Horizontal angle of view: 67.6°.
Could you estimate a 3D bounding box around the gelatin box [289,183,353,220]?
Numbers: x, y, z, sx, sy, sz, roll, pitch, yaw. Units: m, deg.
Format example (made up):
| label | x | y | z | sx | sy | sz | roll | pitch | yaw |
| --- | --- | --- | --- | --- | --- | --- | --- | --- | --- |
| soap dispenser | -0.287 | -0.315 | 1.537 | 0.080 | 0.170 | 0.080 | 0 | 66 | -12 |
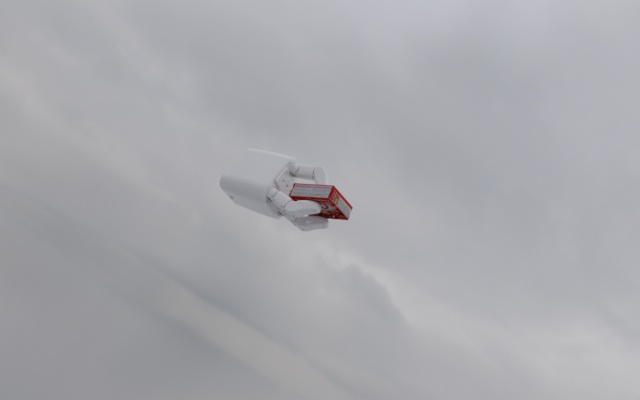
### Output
| label | x | y | z | sx | sy | sz | roll | pitch | yaw |
| --- | --- | --- | --- | --- | --- | --- | --- | --- | --- |
| gelatin box | 0.001 | 0.002 | 0.828 | 0.089 | 0.030 | 0.073 | 4 | -29 | 36 |
